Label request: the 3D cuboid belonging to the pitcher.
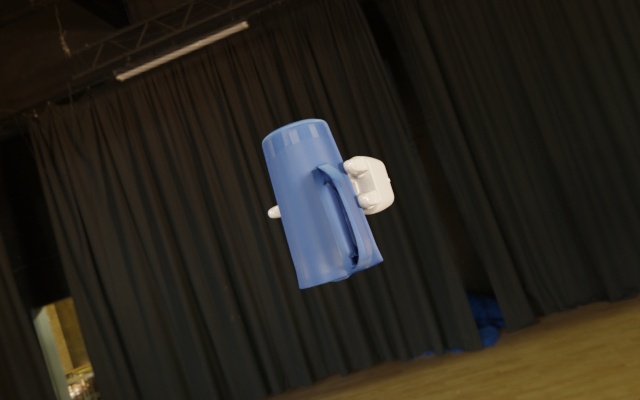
[{"bbox_3d":[0.000,0.002,0.725,0.149,0.243,0.145,-21,-5,23],"label":"pitcher"}]
